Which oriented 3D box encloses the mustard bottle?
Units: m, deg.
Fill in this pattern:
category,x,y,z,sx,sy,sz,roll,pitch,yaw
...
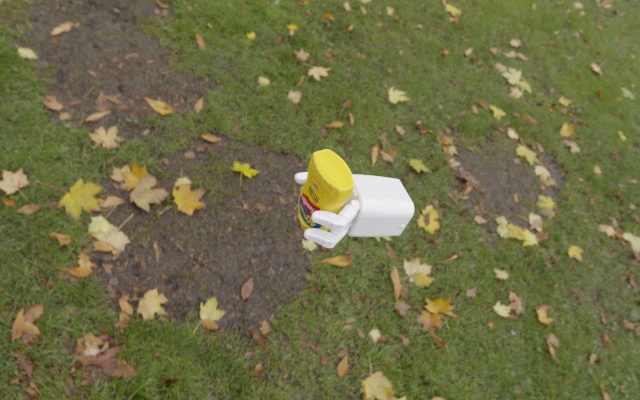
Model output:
category,x,y,z,sx,sy,sz,roll,pitch,yaw
mustard bottle,0.000,0.003,0.876,0.058,0.096,0.192,-20,-29,-29
